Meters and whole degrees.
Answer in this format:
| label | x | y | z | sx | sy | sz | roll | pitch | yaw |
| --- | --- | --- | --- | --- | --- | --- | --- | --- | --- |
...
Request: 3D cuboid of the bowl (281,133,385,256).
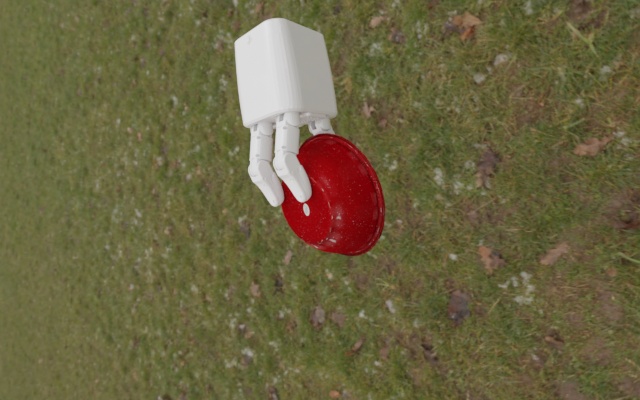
| label | x | y | z | sx | sy | sz | roll | pitch | yaw |
| --- | --- | --- | --- | --- | --- | --- | --- | --- | --- |
| bowl | 0.000 | 0.003 | 0.585 | 0.055 | 0.162 | 0.162 | -23 | 15 | -39 |
